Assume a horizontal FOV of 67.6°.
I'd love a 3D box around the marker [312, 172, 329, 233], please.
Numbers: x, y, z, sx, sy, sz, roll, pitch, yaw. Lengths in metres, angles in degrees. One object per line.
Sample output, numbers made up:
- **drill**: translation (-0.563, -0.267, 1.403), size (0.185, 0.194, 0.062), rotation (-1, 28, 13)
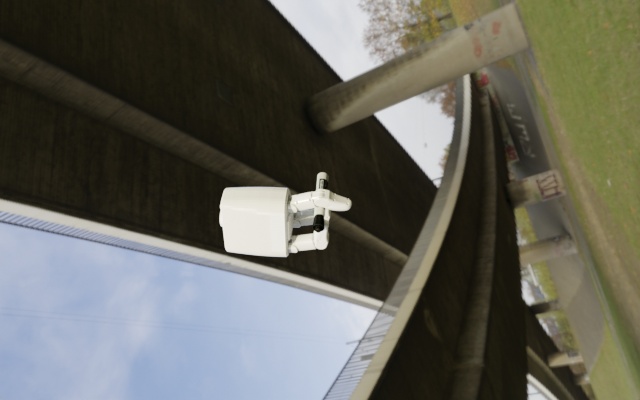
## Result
- **marker**: translation (0.000, 0.003, 0.767), size (0.020, 0.121, 0.020), rotation (3, -43, 3)
